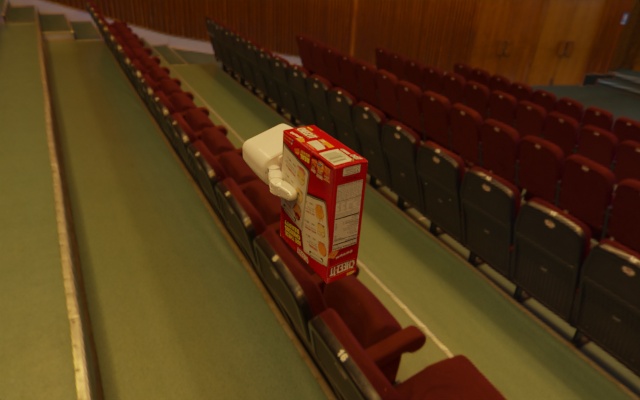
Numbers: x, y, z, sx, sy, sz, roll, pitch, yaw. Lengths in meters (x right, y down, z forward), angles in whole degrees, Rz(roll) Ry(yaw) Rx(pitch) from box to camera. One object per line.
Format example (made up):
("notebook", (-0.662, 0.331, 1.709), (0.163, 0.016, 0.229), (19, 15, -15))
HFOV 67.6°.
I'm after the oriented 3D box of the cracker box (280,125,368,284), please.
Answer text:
("cracker box", (0.000, 0.003, 0.801), (0.072, 0.214, 0.164), (-15, 34, -28))
